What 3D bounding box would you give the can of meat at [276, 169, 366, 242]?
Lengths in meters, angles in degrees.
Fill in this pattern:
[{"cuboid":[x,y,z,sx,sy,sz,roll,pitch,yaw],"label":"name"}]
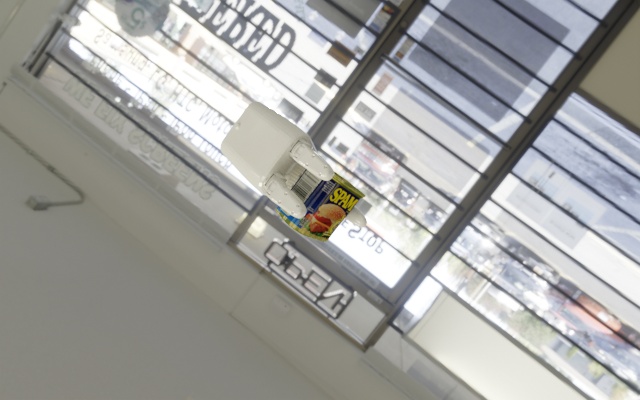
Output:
[{"cuboid":[0.000,0.002,0.616,0.057,0.084,0.102,41,6,29],"label":"can of meat"}]
